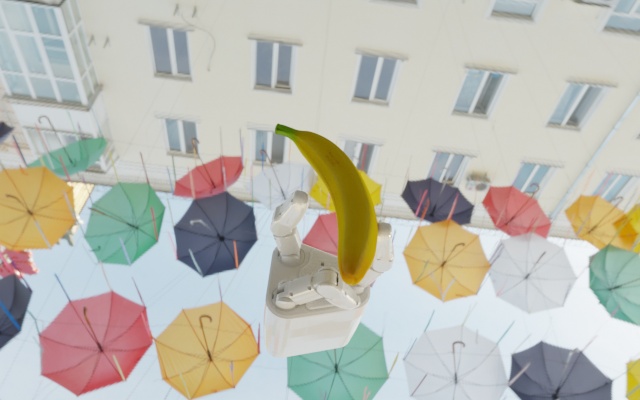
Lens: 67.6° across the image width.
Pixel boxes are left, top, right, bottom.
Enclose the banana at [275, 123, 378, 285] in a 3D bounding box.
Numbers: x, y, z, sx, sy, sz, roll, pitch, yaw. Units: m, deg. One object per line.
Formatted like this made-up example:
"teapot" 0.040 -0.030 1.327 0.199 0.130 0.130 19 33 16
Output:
"banana" 0.016 -0.004 0.462 0.069 0.197 0.037 -11 -39 -21
